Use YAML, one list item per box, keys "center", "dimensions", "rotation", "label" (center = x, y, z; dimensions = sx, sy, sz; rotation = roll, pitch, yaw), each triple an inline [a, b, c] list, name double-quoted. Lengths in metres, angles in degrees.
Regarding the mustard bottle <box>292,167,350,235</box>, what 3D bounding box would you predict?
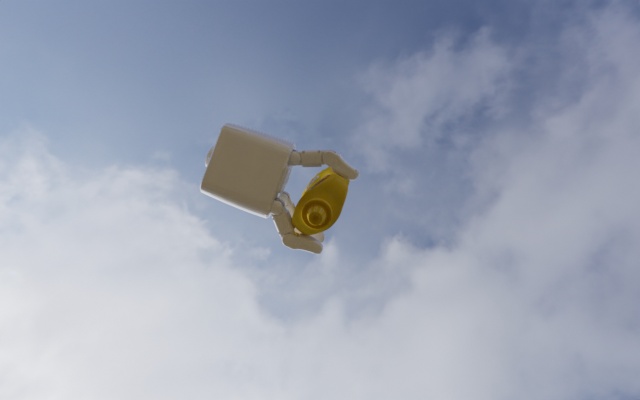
- center: [0.000, 0.002, 0.698]
  dimensions: [0.058, 0.096, 0.191]
  rotation: [43, 12, -5]
  label: "mustard bottle"
